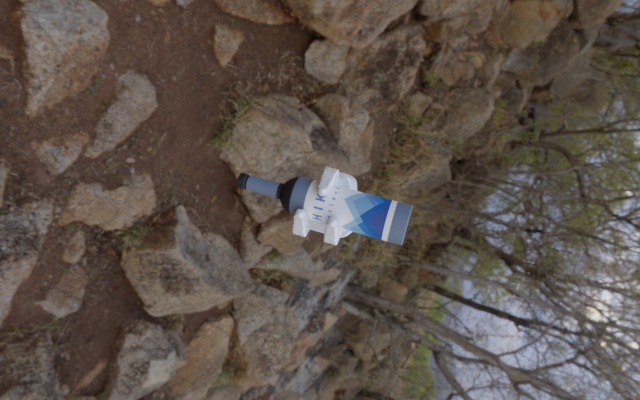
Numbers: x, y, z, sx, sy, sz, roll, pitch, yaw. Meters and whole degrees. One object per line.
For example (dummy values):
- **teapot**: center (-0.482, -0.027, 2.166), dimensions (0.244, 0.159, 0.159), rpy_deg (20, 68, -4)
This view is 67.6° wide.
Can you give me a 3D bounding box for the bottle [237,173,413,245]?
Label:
- **bottle**: center (0.000, 0.003, 0.794), dimensions (0.295, 0.069, 0.069), rpy_deg (15, 3, 11)
